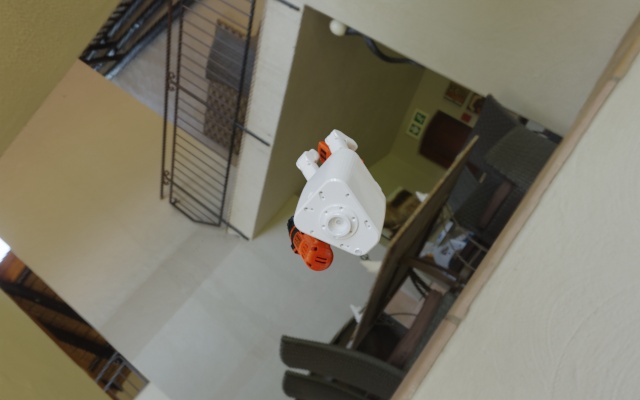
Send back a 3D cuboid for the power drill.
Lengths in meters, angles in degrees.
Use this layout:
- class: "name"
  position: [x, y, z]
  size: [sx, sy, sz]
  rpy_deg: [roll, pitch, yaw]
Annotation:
- class: "power drill"
  position: [0.000, 0.002, 0.785]
  size: [0.057, 0.188, 0.184]
  rpy_deg: [13, 12, -20]
